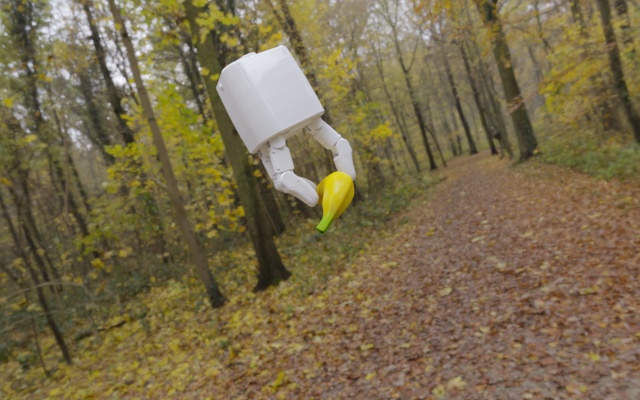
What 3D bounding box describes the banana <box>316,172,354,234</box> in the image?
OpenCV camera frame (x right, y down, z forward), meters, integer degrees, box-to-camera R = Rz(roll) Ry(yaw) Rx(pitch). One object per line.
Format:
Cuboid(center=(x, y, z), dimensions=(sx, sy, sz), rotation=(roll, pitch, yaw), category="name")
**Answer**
Cuboid(center=(0.014, -0.010, 0.639), dimensions=(0.069, 0.037, 0.197), rotation=(-42, 7, 6), category="banana")
